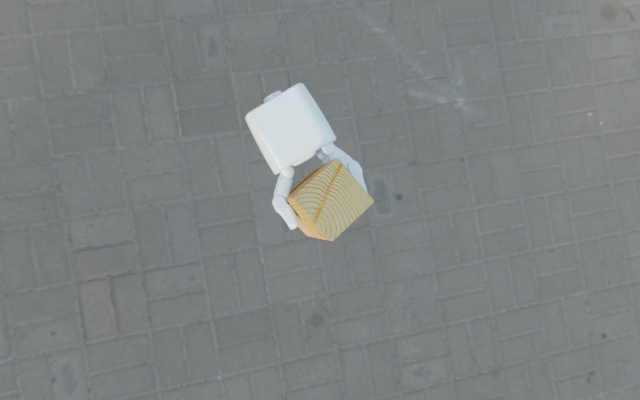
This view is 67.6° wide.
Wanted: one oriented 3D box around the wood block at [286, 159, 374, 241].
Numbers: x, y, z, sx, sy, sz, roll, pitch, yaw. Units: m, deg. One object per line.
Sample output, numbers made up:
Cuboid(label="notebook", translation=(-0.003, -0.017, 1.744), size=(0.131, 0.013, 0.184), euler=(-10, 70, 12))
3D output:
Cuboid(label="wood block", translation=(0.000, 0.003, 0.797), size=(0.091, 0.090, 0.206), euler=(-42, 6, -10))
